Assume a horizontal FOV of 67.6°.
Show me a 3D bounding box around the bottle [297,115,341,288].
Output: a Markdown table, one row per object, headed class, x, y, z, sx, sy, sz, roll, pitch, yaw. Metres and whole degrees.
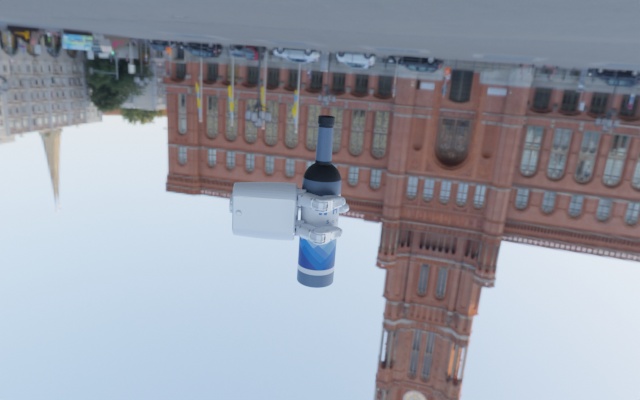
| class | x | y | z | sx | sy | sz | roll | pitch | yaw |
| --- | --- | --- | --- | --- | --- | --- | --- | --- | --- |
| bottle | 0.000 | 0.003 | 0.825 | 0.069 | 0.296 | 0.069 | 4 | 16 | -1 |
